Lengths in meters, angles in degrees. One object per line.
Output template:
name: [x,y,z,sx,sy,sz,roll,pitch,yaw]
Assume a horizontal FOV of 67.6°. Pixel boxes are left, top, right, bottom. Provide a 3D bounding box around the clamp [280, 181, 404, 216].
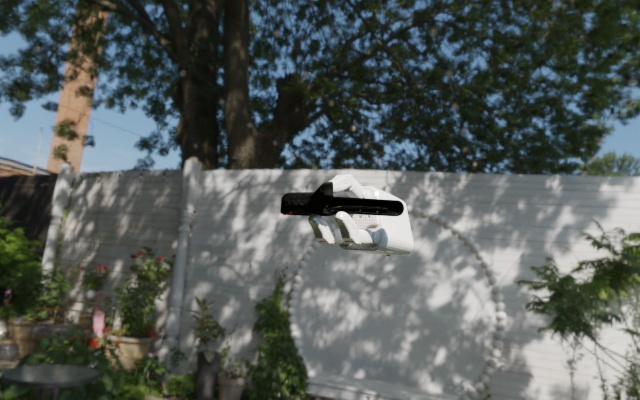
clamp: [0.000,0.002,0.742,0.210,0.036,0.164,-3,-13,41]
